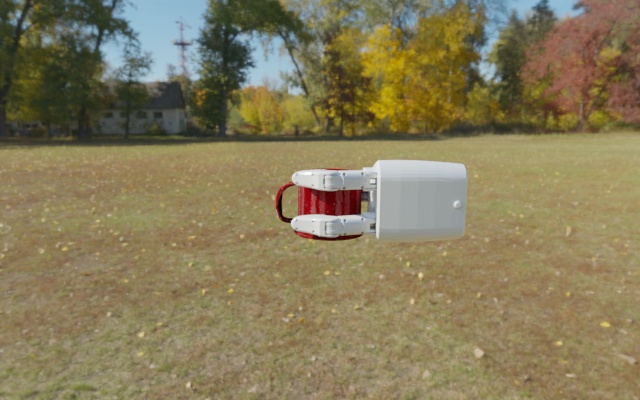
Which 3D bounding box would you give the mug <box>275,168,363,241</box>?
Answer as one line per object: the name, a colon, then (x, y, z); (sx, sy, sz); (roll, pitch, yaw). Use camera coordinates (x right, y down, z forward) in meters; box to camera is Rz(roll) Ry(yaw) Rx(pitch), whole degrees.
mug: (-0.001, 0.002, 0.620); (0.117, 0.081, 0.093); (0, 9, -1)
